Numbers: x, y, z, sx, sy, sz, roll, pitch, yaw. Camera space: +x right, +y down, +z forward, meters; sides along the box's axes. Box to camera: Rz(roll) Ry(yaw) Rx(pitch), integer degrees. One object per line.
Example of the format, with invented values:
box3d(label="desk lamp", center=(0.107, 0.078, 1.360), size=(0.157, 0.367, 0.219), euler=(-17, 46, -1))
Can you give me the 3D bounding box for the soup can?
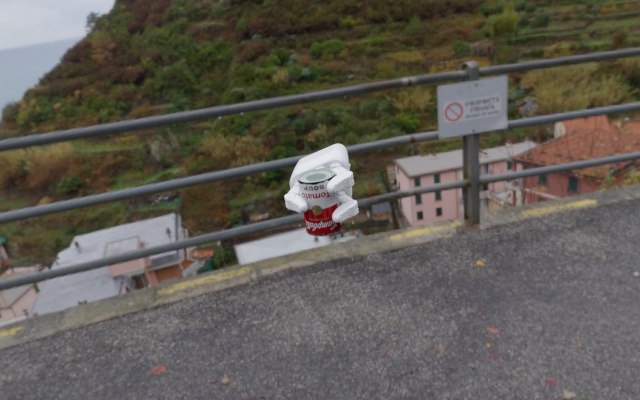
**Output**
box3d(label="soup can", center=(0.000, 0.003, 0.836), size=(0.068, 0.102, 0.068), euler=(-8, 23, 3))
